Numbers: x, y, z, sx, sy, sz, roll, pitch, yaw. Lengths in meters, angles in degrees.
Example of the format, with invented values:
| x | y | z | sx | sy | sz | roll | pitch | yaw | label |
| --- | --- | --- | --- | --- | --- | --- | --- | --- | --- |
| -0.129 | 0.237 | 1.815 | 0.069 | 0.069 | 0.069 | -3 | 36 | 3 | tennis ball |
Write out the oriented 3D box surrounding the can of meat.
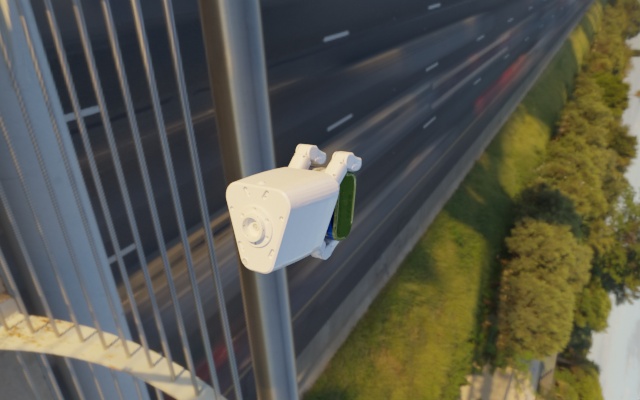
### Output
| x | y | z | sx | sy | sz | roll | pitch | yaw | label |
| --- | --- | --- | --- | --- | --- | --- | --- | --- | --- |
| 0.000 | 0.002 | 0.677 | 0.084 | 0.102 | 0.057 | 10 | 13 | 30 | can of meat |
